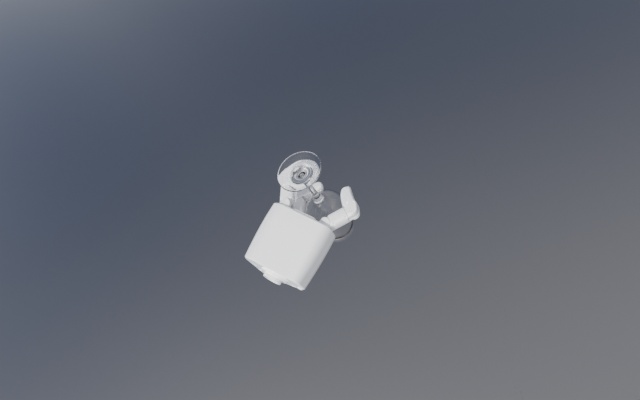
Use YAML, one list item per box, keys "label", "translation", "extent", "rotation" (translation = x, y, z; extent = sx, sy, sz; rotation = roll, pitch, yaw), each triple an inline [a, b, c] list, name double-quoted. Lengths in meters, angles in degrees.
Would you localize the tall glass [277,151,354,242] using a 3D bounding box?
- label: "tall glass"
  translation: [0.000, 0.002, 0.822]
  extent: [0.079, 0.079, 0.201]
  rotation: [0, -29, 23]
